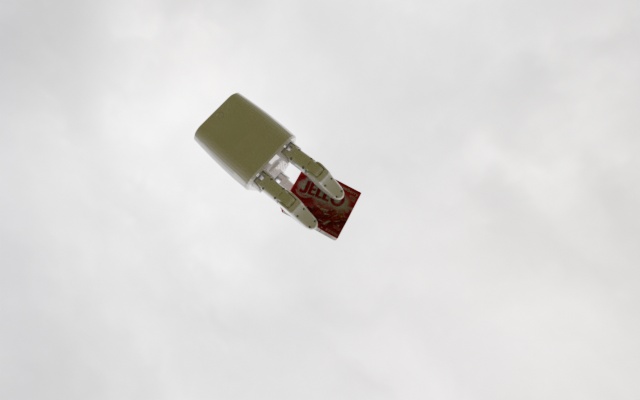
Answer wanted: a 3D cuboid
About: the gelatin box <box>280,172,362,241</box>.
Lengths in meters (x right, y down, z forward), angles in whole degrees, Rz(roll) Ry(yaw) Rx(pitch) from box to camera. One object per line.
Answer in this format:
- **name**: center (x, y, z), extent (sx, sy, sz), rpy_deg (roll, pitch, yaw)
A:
- **gelatin box**: center (0.000, 0.002, 0.657), extent (0.089, 0.073, 0.030), rpy_deg (28, -13, 1)
